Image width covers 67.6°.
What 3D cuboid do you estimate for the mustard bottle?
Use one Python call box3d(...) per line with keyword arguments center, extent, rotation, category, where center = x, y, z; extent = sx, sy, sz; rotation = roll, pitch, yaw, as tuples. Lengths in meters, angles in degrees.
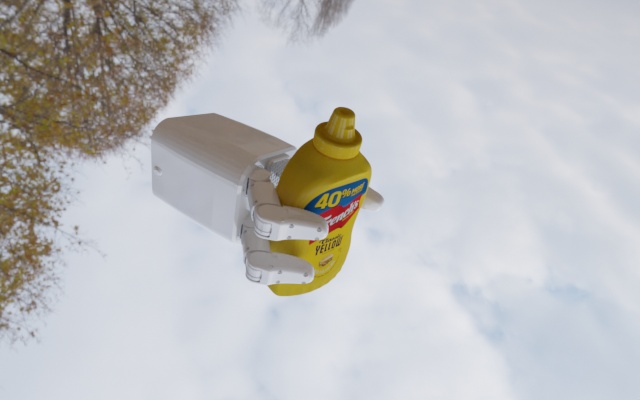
box3d(center=(0.000, 0.002, 0.442), extent=(0.096, 0.192, 0.058), rotation=(-18, 48, -35), category="mustard bottle")
